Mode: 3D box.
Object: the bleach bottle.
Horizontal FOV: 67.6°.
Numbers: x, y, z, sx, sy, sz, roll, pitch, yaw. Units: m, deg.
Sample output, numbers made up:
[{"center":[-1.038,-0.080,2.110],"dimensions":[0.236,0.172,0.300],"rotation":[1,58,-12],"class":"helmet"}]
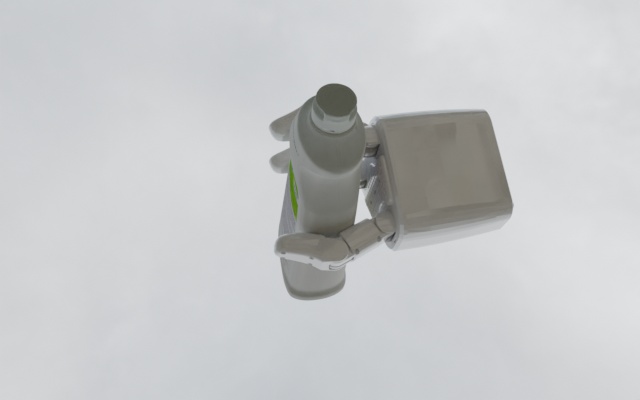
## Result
[{"center":[0.000,0.001,0.420],"dimensions":[0.068,0.102,0.251],"rotation":[-8,-28,-11],"class":"bleach bottle"}]
